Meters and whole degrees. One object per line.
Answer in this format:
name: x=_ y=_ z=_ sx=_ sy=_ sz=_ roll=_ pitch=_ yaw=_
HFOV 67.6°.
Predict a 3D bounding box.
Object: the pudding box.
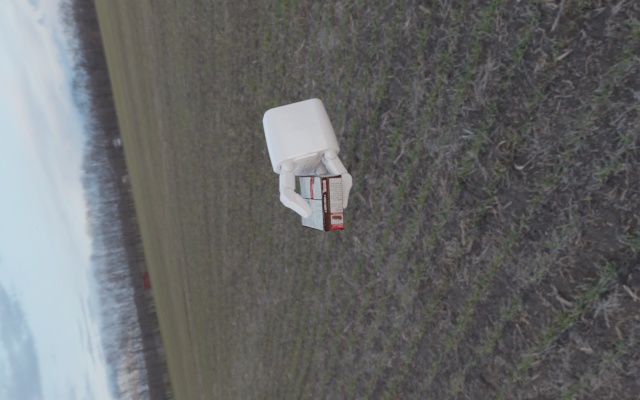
pudding box: x=0.000 y=0.003 z=0.791 sx=0.039 sy=0.090 sz=0.113 roll=-5 pitch=4 yaw=-19
